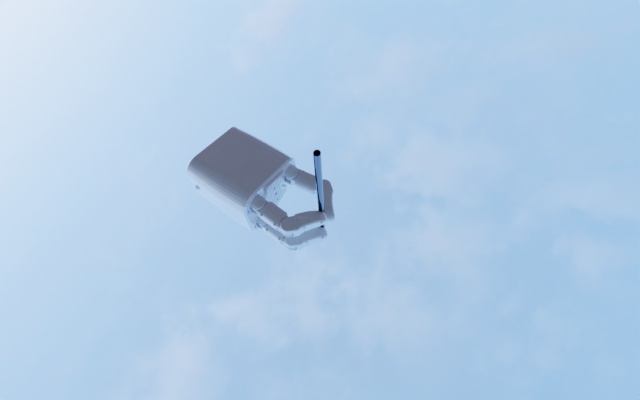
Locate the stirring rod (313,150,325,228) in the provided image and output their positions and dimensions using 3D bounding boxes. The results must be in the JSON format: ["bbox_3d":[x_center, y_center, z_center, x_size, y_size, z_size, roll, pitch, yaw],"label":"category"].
[{"bbox_3d":[0.000,0.002,0.589,0.011,0.011,0.240,0,-24,2],"label":"stirring rod"}]
